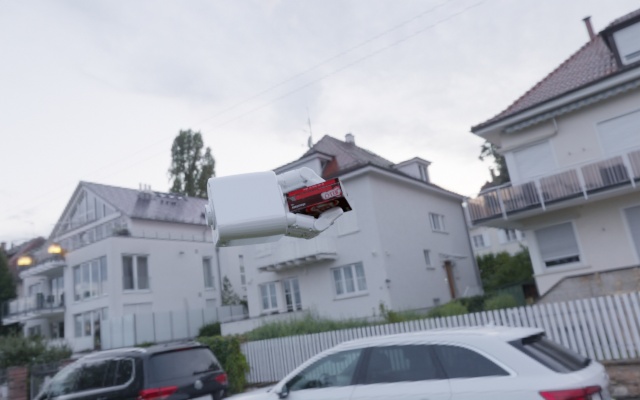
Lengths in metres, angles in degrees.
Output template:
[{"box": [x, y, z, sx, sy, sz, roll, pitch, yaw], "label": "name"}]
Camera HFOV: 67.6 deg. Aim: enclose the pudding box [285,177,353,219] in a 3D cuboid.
[{"box": [0.000, 0.002, 0.790, 0.090, 0.039, 0.113, -16, -13, 8], "label": "pudding box"}]
